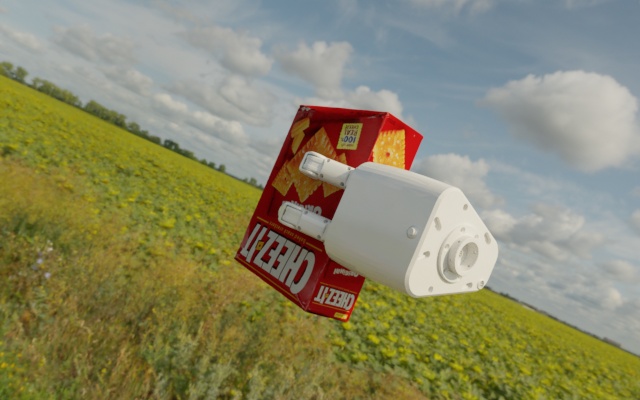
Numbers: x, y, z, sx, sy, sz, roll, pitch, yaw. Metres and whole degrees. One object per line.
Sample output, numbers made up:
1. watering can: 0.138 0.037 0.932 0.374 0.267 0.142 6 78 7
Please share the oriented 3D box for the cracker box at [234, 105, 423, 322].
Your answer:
1. cracker box: 0.000 0.002 0.543 0.072 0.213 0.164 25 -2 -38
